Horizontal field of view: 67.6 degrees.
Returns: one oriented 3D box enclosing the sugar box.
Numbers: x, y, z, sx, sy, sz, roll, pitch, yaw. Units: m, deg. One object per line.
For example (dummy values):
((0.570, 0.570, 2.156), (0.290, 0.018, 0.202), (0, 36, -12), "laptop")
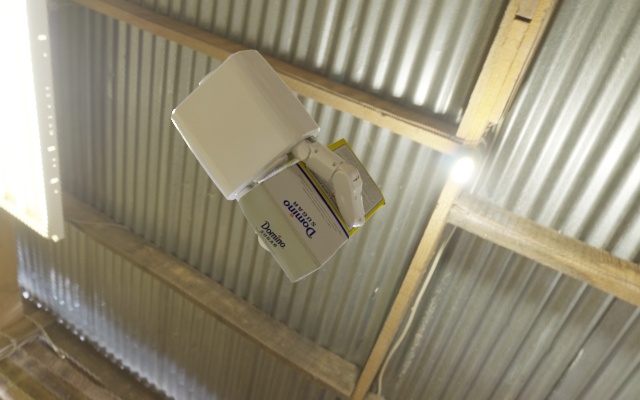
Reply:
((0.000, 0.002, 0.493), (0.048, 0.093, 0.176), (-34, 0, 36), "sugar box")
